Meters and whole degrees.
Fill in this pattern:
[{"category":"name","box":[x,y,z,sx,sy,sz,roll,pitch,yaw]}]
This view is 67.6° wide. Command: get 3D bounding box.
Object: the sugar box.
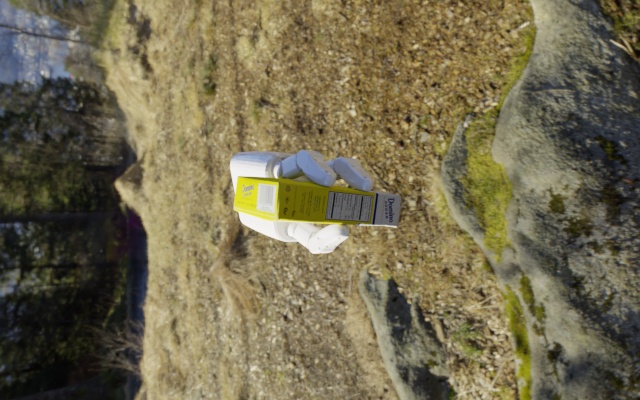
[{"category":"sugar box","box":[0.000,0.001,0.555,0.176,0.048,0.093,2,6,-38]}]
